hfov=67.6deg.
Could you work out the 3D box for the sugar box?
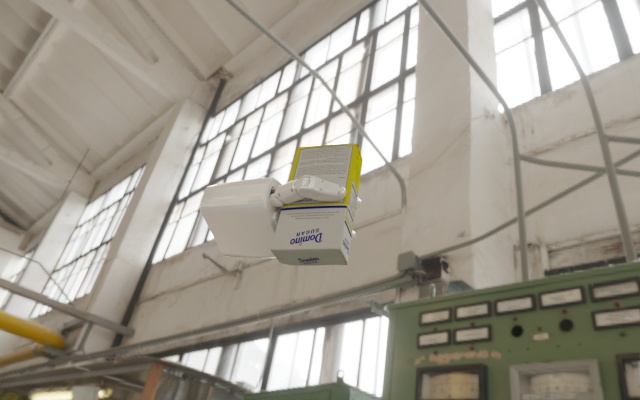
[{"bbox_3d":[0.000,0.002,0.639,0.093,0.176,0.048,-2,-36,19],"label":"sugar box"}]
